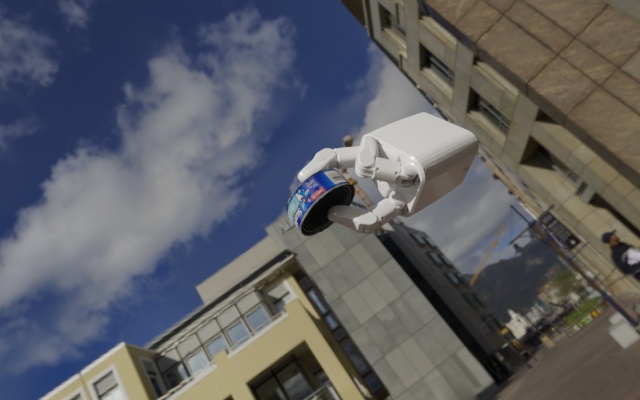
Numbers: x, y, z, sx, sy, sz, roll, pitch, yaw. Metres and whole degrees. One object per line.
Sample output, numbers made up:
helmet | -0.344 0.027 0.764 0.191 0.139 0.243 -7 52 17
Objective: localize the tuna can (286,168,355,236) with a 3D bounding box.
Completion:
tuna can | 0.000 0.002 0.590 0.033 0.086 0.086 47 24 24
